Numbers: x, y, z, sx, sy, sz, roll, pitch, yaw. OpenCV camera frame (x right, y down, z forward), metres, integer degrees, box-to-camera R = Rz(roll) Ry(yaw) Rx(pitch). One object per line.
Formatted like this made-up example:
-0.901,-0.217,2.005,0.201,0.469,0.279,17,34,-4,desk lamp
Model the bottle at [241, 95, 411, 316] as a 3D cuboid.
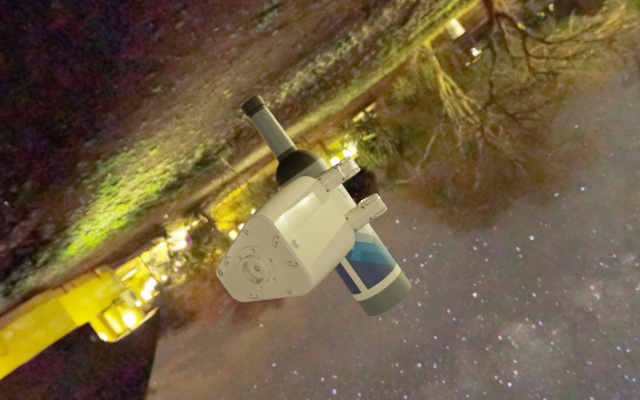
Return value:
0.000,0.002,0.580,0.069,0.296,0.069,-35,4,2,bottle
